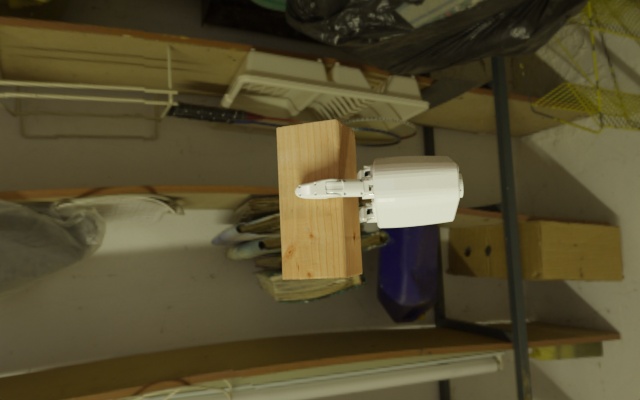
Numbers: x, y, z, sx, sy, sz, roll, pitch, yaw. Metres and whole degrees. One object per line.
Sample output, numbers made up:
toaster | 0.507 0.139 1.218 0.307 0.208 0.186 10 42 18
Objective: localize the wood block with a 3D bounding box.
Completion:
wood block | 0.000 0.002 0.665 0.090 0.206 0.091 -5 -6 19
